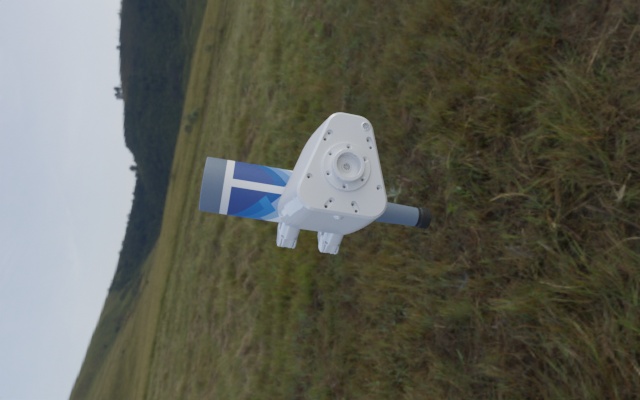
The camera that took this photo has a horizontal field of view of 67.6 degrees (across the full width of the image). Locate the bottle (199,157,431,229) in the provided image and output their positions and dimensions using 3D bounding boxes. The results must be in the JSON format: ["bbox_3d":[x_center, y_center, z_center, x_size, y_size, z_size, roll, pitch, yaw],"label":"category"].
[{"bbox_3d":[0.000,0.002,0.609,0.296,0.069,0.069,9,-2,-11],"label":"bottle"}]
